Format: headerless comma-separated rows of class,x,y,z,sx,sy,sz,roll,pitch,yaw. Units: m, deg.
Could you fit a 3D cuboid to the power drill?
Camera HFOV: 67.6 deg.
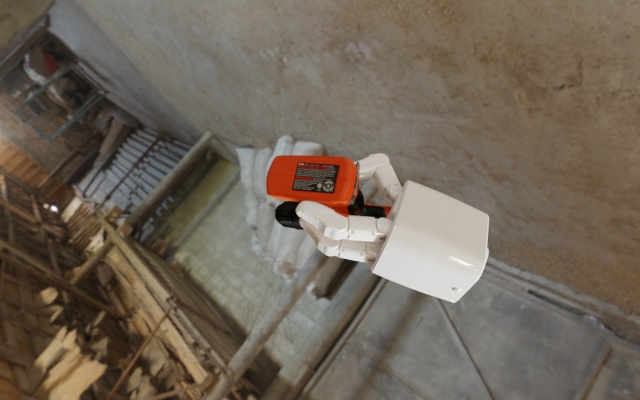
power drill,0.000,0.002,0.620,0.184,0.057,0.188,3,-17,19
